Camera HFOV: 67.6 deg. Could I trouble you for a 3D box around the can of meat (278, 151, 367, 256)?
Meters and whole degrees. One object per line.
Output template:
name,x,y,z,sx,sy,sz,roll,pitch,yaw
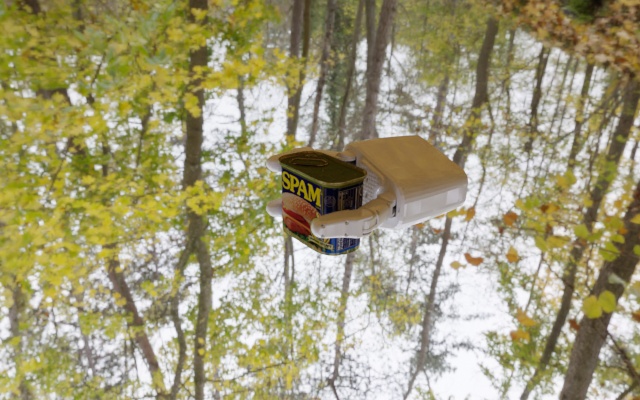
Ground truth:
can of meat,0.000,0.002,0.508,0.057,0.084,0.102,-16,29,-35
